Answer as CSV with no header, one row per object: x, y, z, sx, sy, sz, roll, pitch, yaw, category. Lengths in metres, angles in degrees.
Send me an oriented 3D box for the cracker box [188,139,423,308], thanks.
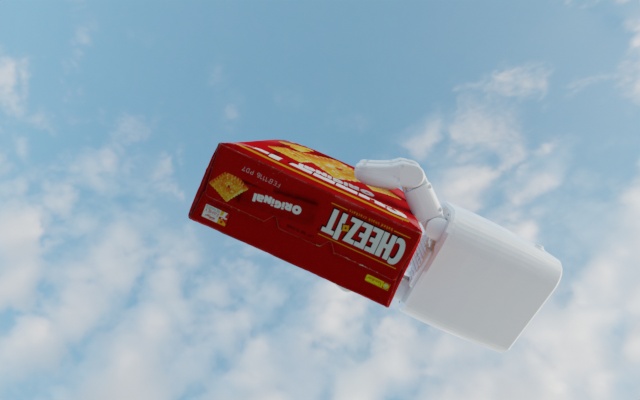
0.000,0.002,0.445,0.164,0.072,0.213,23,10,3,cracker box
